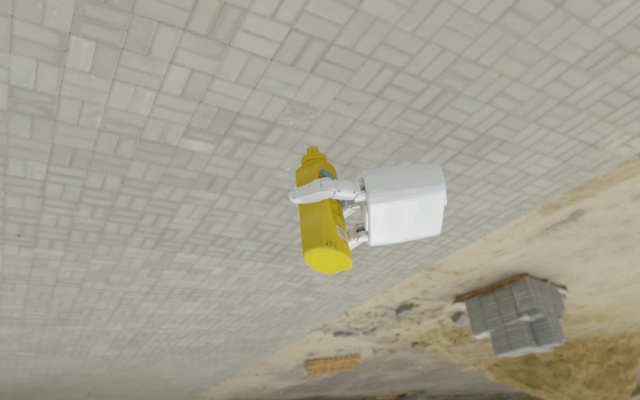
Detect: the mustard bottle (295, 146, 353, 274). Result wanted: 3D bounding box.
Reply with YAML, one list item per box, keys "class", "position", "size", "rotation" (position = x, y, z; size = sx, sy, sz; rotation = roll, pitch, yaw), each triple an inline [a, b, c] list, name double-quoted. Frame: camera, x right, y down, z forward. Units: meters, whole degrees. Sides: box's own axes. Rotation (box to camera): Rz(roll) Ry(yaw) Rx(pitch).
- class: "mustard bottle"
  position: [0.000, 0.003, 0.685]
  size: [0.058, 0.191, 0.096]
  rotation: [-20, -32, 20]
